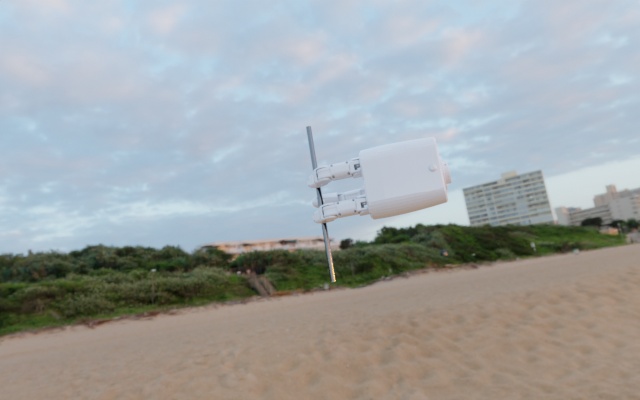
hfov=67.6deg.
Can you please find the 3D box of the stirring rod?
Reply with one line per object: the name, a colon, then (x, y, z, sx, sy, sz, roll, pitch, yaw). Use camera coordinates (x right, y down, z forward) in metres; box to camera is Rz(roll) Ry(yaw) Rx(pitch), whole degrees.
stirring rod: (0.000, 0.002, 0.719, 0.011, 0.239, 0.011, -9, -11, -2)
